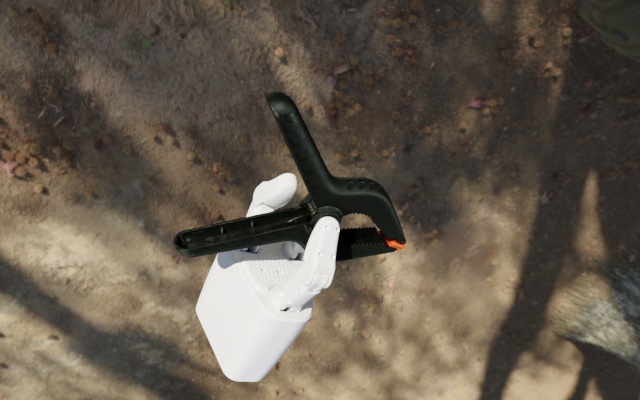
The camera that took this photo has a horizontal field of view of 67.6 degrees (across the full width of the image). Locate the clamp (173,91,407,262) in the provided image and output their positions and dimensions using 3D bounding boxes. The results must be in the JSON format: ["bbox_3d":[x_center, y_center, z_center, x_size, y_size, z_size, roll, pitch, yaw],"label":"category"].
[{"bbox_3d":[0.001,0.002,0.414,0.210,0.165,0.036,13,35,-29],"label":"clamp"}]
